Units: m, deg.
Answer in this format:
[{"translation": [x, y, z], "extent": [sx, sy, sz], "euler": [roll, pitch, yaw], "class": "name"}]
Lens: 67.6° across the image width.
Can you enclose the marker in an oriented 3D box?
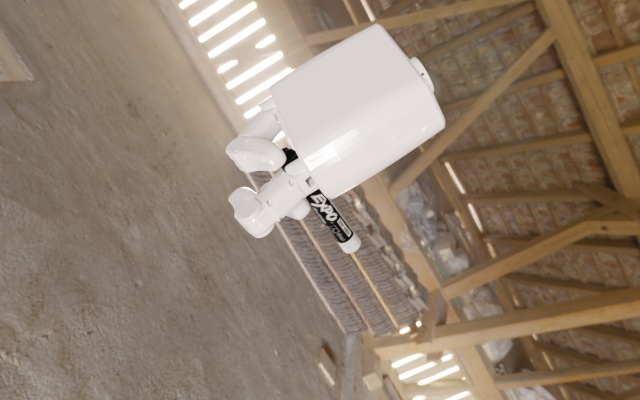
[{"translation": [0.000, 0.001, 0.405], "extent": [0.020, 0.020, 0.121], "euler": [0, -42, 41], "class": "marker"}]
